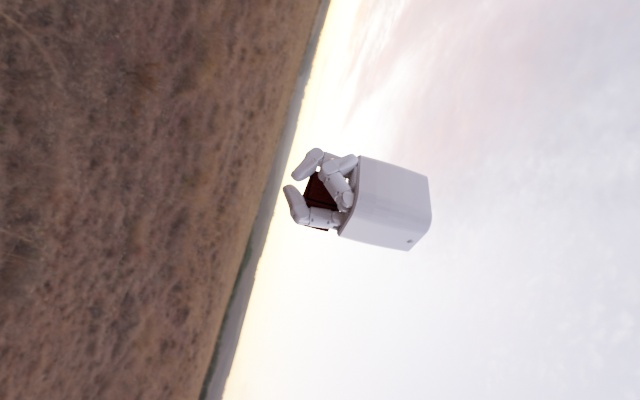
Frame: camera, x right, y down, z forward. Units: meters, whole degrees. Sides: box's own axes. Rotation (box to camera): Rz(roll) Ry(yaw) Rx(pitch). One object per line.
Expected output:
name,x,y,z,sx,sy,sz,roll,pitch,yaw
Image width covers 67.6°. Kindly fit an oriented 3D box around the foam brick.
foam brick,0.000,0.002,0.692,0.051,0.053,0.078,14,-31,-7
